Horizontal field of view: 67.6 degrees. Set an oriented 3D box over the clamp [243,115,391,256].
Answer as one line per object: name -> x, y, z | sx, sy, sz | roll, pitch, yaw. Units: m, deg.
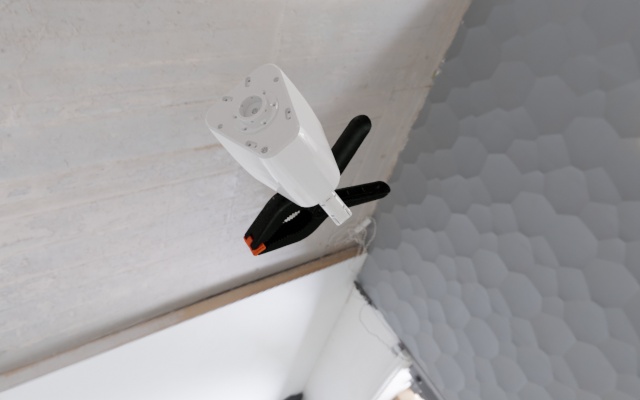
clamp -> 0.000, 0.003, 0.607 | 0.210, 0.036, 0.165 | -39, -34, 2
